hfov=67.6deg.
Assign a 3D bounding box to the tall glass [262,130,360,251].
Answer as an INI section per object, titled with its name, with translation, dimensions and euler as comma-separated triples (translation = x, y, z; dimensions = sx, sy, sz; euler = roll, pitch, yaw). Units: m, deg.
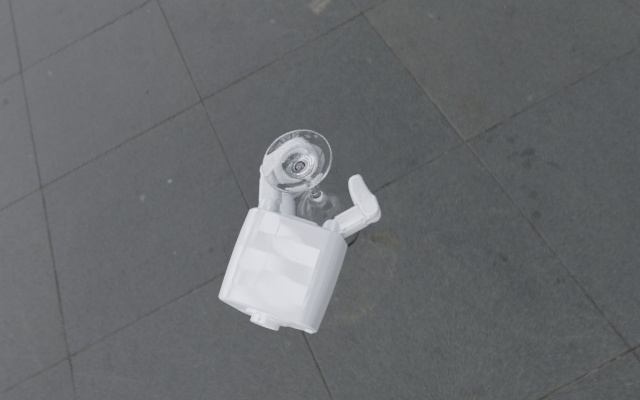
[tall glass]
translation = 0.000, 0.001, 0.572
dimensions = 0.079, 0.079, 0.201
euler = 0, -25, 16
